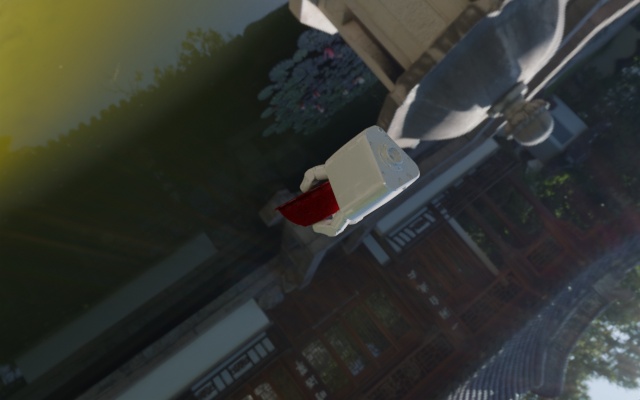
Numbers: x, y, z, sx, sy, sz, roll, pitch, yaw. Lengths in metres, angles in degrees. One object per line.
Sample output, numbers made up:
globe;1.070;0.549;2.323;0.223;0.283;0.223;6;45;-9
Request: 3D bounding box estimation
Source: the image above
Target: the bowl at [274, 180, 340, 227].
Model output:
bowl;0.000;0.003;0.857;0.162;0.055;0.162;-27;1;1
